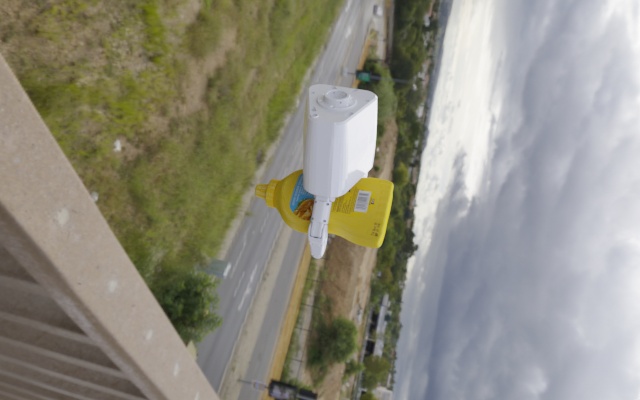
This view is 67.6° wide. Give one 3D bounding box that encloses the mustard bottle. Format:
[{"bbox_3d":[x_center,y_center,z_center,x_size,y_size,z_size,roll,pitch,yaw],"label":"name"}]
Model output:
[{"bbox_3d":[0.000,0.002,0.669,0.191,0.096,0.058,11,-27,11],"label":"mustard bottle"}]
